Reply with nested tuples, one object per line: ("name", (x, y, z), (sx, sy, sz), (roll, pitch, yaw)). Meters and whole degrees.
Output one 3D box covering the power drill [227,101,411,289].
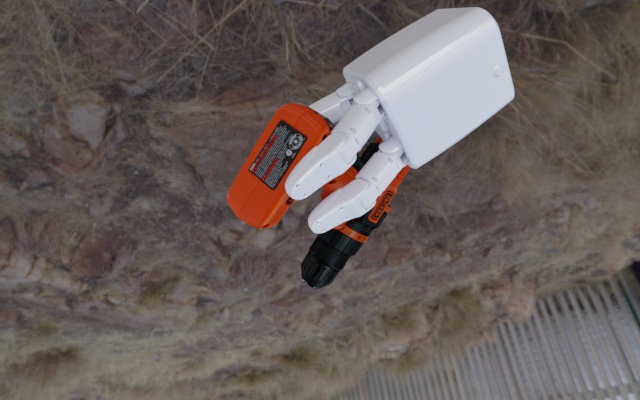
("power drill", (0.000, 0.001, 0.457), (0.057, 0.184, 0.188), (35, 7, 32))
